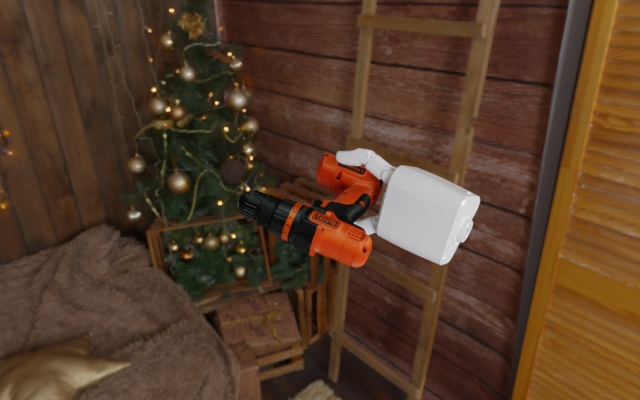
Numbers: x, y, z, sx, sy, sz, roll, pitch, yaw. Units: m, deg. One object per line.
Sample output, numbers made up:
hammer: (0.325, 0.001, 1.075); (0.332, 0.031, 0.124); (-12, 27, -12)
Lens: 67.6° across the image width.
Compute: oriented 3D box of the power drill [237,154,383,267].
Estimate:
power drill: (0.001, 0.002, 0.672); (0.184, 0.057, 0.187); (24, 37, 8)
